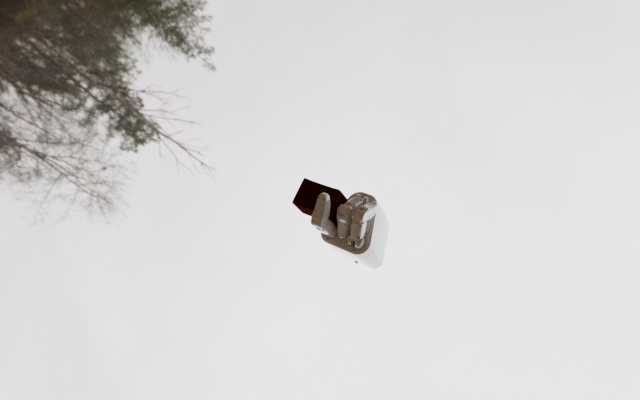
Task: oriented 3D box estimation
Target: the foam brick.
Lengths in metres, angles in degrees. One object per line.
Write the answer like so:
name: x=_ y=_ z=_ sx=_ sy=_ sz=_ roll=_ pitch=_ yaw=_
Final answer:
foam brick: x=0.000 y=0.003 z=0.843 sx=0.078 sy=0.053 sz=0.051 roll=21 pitch=-14 yaw=30
